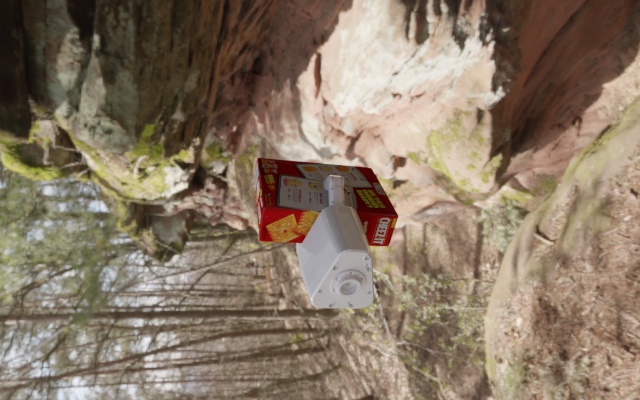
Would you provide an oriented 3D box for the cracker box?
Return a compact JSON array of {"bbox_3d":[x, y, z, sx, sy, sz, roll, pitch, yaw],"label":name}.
[{"bbox_3d":[0.000,0.002,0.800,0.214,0.072,0.164,4,31,-14],"label":"cracker box"}]
